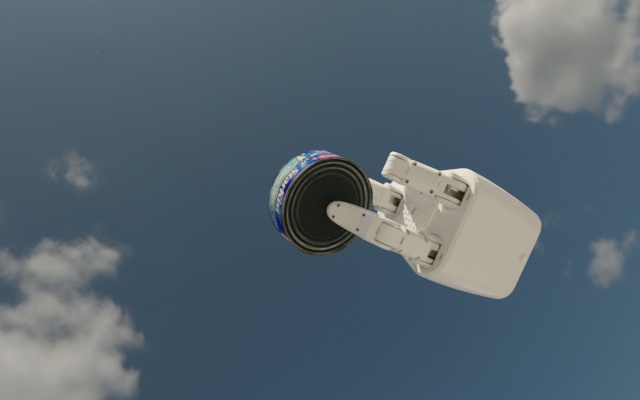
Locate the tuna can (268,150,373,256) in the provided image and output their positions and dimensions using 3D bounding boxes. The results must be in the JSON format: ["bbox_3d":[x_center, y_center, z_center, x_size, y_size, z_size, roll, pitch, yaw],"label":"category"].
[{"bbox_3d":[0.000,0.001,0.405,0.086,0.086,0.033,0,18,-30],"label":"tuna can"}]
